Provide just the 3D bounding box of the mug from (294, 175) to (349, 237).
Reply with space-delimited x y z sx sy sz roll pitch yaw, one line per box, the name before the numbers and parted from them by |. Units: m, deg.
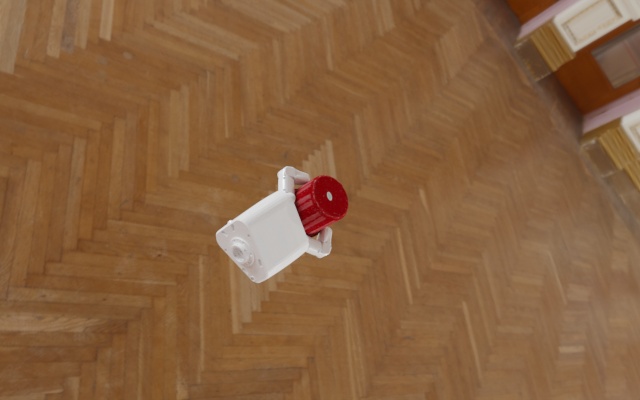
mug | 0.001 0.002 0.827 0.081 0.093 0.117 -30 5 44
